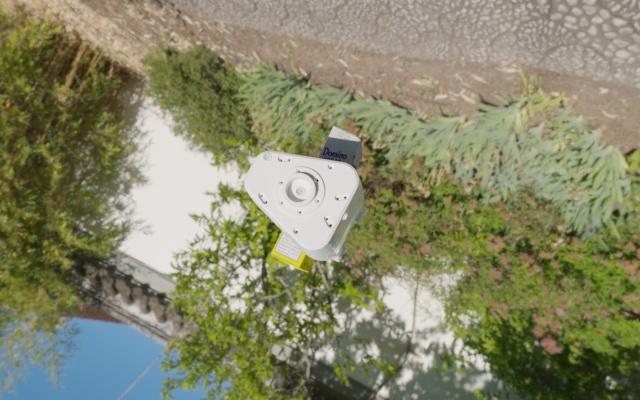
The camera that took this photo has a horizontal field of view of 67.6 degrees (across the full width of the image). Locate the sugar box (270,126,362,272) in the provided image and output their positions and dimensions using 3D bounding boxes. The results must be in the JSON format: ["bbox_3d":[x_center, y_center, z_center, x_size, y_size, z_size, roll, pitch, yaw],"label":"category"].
[{"bbox_3d":[0.001,0.002,0.610,0.048,0.176,0.093,27,-7,9],"label":"sugar box"}]
